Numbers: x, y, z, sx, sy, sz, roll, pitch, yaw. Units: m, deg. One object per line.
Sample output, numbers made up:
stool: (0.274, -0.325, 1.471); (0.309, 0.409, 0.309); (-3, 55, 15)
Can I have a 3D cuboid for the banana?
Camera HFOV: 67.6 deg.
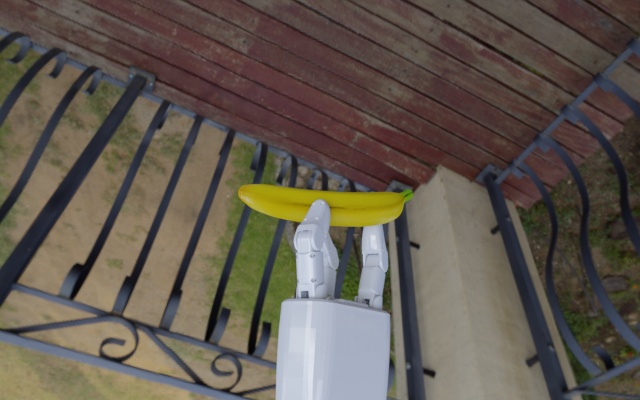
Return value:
banana: (0.002, 0.005, 0.514); (0.198, 0.037, 0.069); (3, 9, 4)
